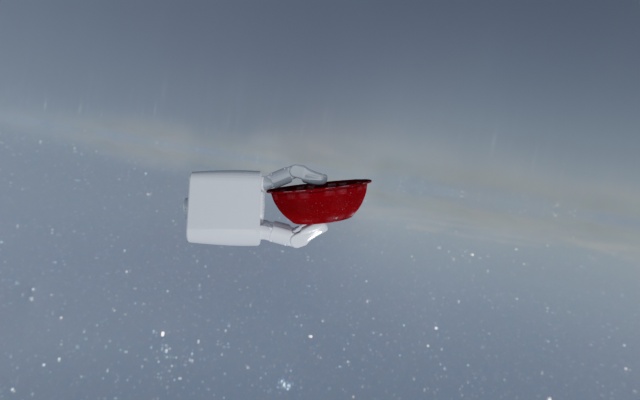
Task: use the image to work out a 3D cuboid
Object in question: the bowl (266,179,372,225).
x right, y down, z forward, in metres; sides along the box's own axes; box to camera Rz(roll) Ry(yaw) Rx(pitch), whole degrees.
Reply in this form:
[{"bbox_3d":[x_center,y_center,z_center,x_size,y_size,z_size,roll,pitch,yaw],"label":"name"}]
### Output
[{"bbox_3d":[0.001,0.003,0.728,0.162,0.055,0.162,-6,5,1],"label":"bowl"}]
